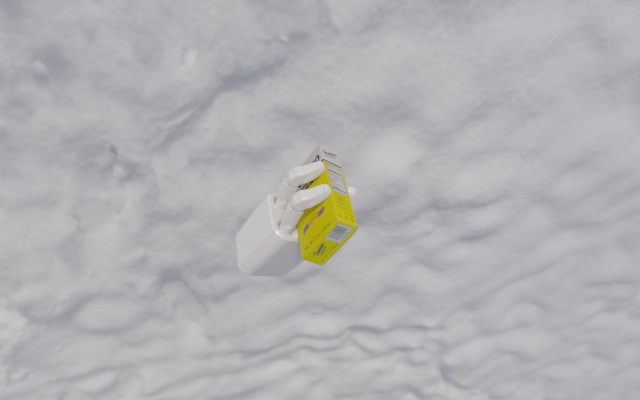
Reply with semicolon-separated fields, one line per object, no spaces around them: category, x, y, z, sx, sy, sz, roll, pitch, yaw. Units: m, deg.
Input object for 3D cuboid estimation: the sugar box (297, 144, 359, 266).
sugar box;0.000;0.002;0.740;0.048;0.176;0.093;22;-55;-31
